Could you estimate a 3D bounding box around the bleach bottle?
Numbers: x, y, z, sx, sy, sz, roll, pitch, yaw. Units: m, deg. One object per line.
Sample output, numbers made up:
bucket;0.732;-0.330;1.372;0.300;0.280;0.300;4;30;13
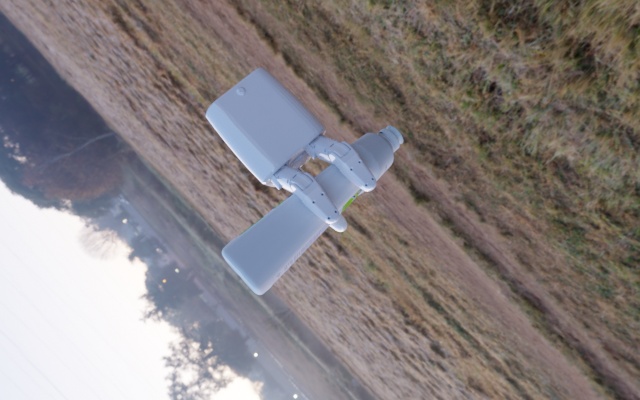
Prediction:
bleach bottle;0.000;0.002;0.564;0.251;0.068;0.102;-42;-3;-15
